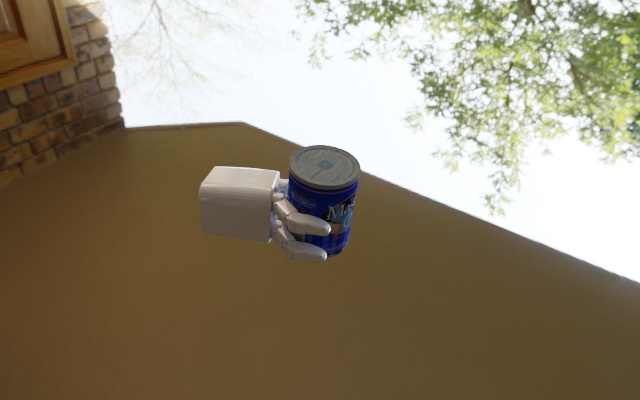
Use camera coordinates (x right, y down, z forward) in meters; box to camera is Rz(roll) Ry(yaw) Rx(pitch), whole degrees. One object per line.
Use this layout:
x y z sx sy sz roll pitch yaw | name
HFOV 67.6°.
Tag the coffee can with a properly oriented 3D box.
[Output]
0.000 0.002 0.717 0.103 0.140 0.102 4 39 -3 | coffee can
